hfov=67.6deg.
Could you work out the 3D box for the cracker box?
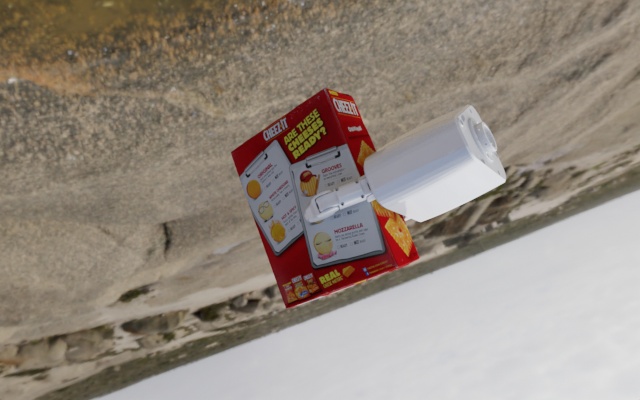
[{"bbox_3d":[0.000,0.002,0.577,0.164,0.213,0.072,-27,-12,32],"label":"cracker box"}]
